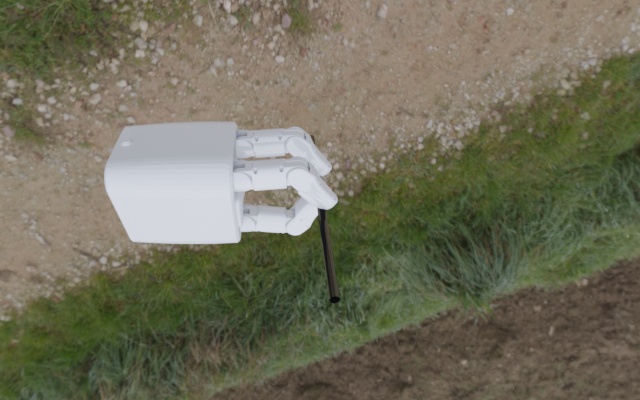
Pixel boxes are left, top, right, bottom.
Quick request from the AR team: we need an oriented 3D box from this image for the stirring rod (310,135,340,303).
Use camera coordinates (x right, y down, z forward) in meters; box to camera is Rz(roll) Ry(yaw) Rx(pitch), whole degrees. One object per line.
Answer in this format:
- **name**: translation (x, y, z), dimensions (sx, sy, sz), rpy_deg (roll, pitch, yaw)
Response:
- **stirring rod**: translation (0.000, 0.001, 0.453), dimensions (0.011, 0.011, 0.239), rpy_deg (0, 38, -6)
